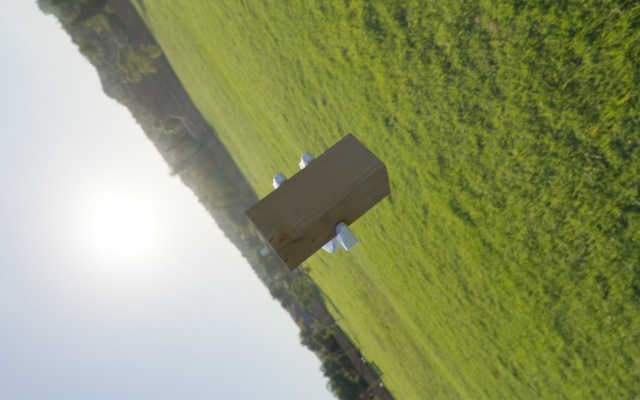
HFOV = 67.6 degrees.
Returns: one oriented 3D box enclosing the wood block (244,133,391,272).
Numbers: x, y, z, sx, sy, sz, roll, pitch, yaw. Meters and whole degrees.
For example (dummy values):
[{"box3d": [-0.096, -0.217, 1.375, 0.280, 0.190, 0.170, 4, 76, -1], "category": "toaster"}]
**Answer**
[{"box3d": [0.000, 0.003, 0.746, 0.206, 0.090, 0.090, -38, -30, -9], "category": "wood block"}]
